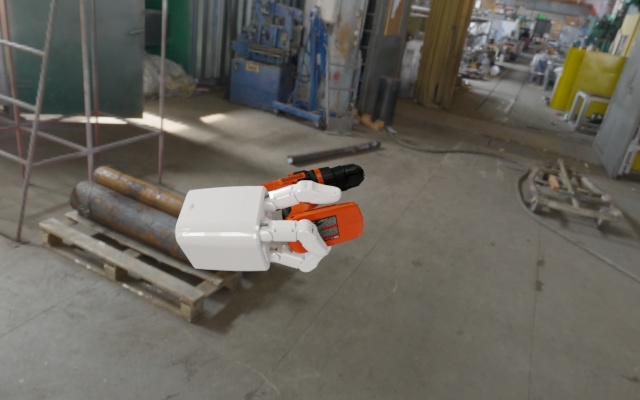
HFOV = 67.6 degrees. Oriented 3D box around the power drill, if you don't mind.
[{"bbox_3d":[0.000,0.003,0.713,0.184,0.057,0.187,-16,23,-8],"label":"power drill"}]
